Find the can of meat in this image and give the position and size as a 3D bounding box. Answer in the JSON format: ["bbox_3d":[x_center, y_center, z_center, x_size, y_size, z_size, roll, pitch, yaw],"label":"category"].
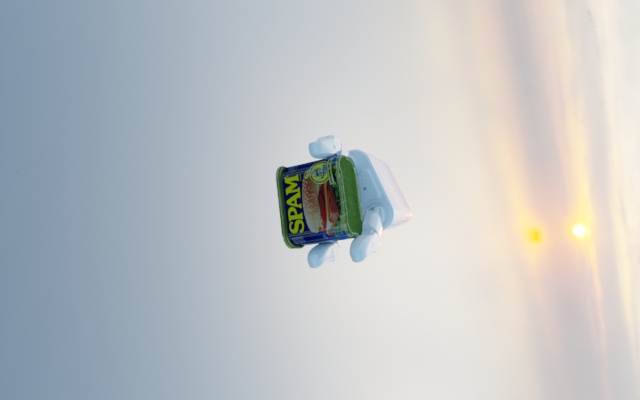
[{"bbox_3d":[0.000,0.002,0.567,0.084,0.102,0.057,-11,-9,25],"label":"can of meat"}]
